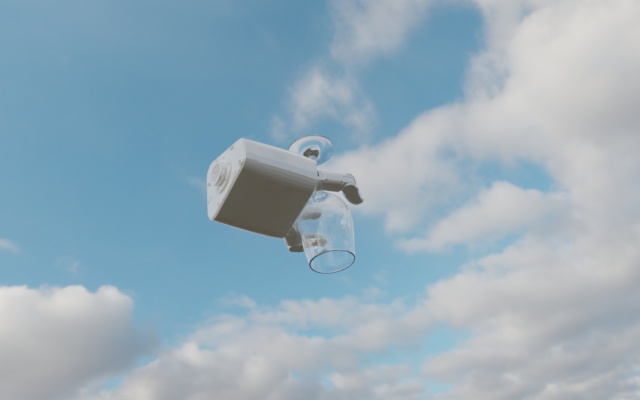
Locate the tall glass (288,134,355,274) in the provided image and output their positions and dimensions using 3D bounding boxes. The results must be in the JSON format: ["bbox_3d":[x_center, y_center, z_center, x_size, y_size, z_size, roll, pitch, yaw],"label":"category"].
[{"bbox_3d":[0.000,0.002,0.685,0.079,0.201,0.079,-8,-36,-5],"label":"tall glass"}]
